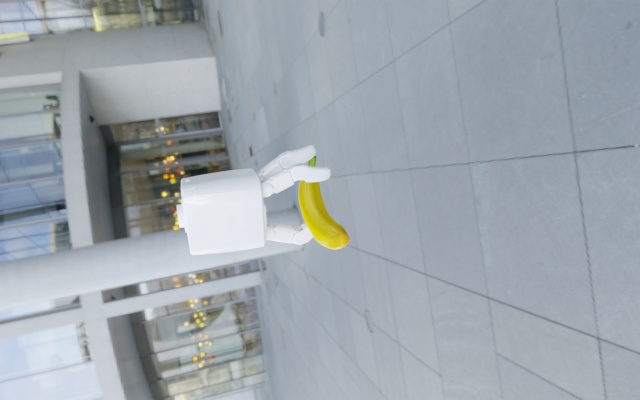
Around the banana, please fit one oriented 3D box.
[{"bbox_3d":[-0.002,0.015,0.681,0.037,0.070,0.197,-6,39,-15],"label":"banana"}]
